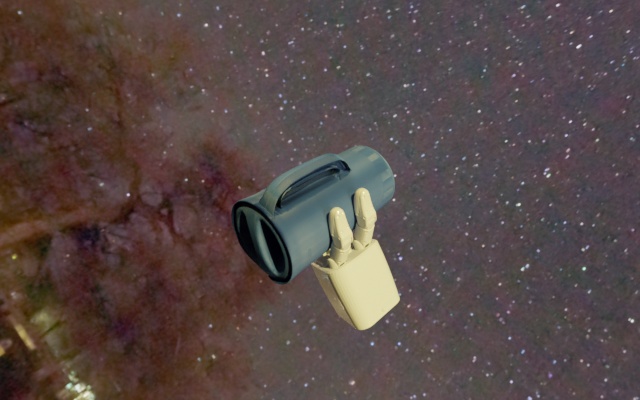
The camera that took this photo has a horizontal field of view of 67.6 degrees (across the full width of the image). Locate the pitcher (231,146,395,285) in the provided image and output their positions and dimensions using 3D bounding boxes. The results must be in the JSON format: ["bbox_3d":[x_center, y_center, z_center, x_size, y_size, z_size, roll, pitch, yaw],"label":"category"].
[{"bbox_3d":[0.000,0.003,0.713,0.242,0.145,0.149,-32,13,-33],"label":"pitcher"}]
